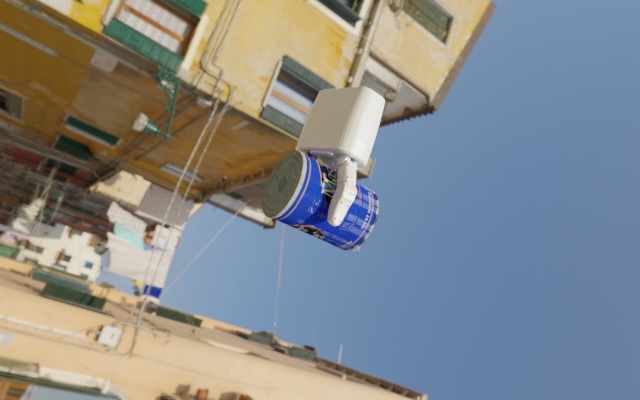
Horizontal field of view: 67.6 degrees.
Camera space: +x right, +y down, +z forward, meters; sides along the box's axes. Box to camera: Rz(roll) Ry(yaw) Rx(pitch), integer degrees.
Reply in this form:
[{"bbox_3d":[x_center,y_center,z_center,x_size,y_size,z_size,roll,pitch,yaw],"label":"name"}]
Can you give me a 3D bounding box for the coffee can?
[{"bbox_3d":[0.000,0.002,0.701,0.140,0.102,0.103,26,-13,-29],"label":"coffee can"}]
